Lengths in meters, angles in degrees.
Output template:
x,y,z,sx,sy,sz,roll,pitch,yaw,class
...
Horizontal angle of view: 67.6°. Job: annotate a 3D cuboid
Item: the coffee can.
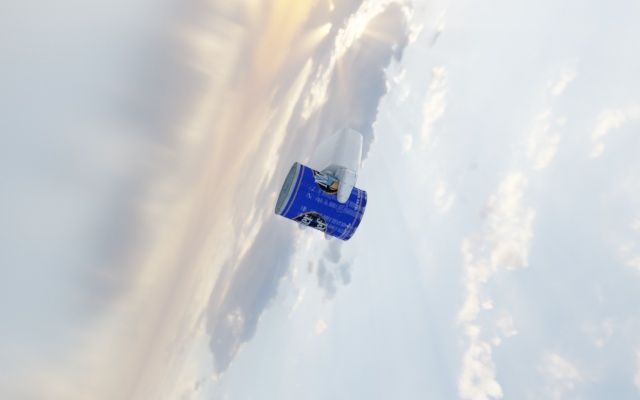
x,y,z,sx,sy,sz,roll,pitch,yaw,class
0.000,0.003,0.872,0.140,0.103,0.103,22,-5,-12,coffee can
